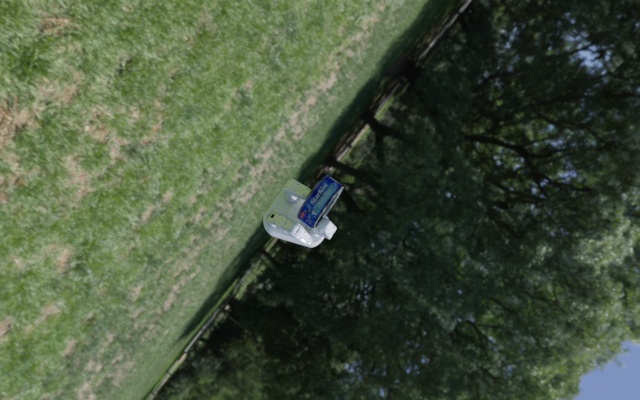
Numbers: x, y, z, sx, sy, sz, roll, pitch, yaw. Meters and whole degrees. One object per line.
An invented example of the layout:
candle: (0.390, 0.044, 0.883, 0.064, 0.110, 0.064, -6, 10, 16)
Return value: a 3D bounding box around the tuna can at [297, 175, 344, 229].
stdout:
tuna can: (0.001, 0.003, 0.765, 0.034, 0.086, 0.086, 36, 4, 6)
